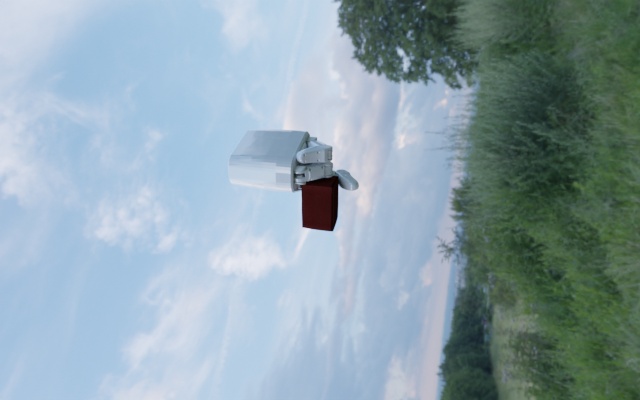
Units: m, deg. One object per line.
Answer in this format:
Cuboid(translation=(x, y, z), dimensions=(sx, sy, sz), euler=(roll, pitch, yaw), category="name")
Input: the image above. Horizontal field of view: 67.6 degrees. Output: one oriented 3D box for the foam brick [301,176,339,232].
Cuboid(translation=(0.000, 0.003, 0.767), dimensions=(0.051, 0.078, 0.053), euler=(4, 22, 10), category="foam brick")
